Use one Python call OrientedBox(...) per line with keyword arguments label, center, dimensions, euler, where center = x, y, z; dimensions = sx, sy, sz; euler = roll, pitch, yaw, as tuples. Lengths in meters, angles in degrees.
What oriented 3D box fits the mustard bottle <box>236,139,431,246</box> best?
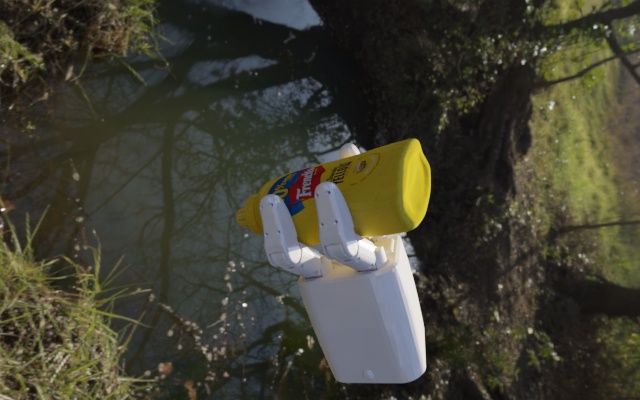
OrientedBox(label="mustard bottle", center=(0.000, 0.001, 0.440), dimensions=(0.191, 0.058, 0.096), euler=(-13, 34, 31))
